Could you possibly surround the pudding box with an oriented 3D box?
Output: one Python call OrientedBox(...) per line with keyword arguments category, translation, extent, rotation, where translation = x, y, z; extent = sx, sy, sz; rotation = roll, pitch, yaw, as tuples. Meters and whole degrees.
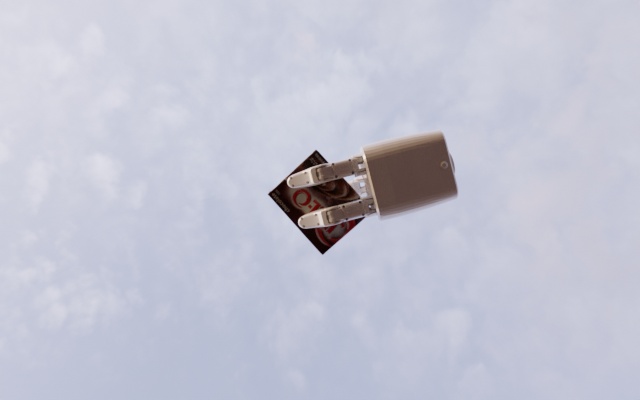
OrientedBox(category="pudding box", translation=(0.000, 0.002, 0.644), extent=(0.090, 0.113, 0.039), rotation=(-42, -2, 6))
